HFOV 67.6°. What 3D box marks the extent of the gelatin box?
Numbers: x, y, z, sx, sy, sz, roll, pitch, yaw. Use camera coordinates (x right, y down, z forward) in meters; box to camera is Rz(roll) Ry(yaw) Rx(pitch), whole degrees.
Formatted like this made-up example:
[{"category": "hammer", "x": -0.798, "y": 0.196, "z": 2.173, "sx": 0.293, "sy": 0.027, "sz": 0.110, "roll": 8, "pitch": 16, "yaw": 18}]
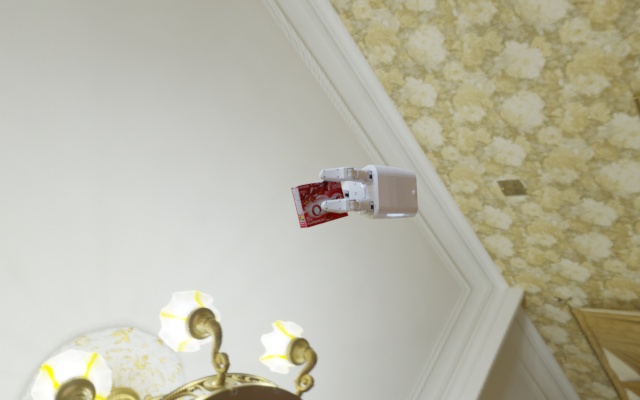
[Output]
[{"category": "gelatin box", "x": 0.000, "y": 0.003, "z": 0.828, "sx": 0.089, "sy": 0.073, "sz": 0.030, "roll": -14, "pitch": 2, "yaw": -30}]
